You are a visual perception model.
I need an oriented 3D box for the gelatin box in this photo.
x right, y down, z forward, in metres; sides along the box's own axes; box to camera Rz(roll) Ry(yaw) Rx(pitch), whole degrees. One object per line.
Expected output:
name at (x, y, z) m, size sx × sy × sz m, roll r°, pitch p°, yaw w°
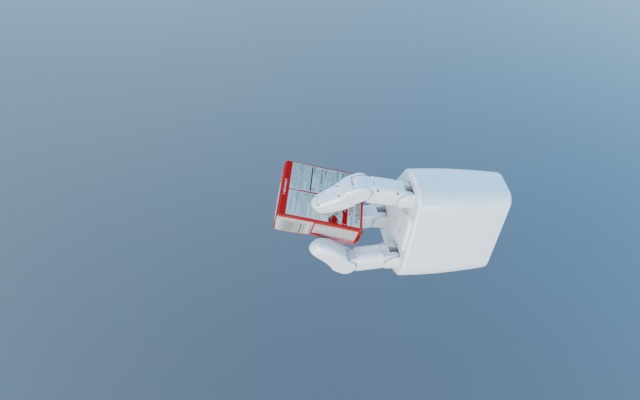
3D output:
gelatin box at (0.000, 0.001, 0.497) m, size 0.089 × 0.073 × 0.030 m, roll 11°, pitch -37°, yaw -8°
